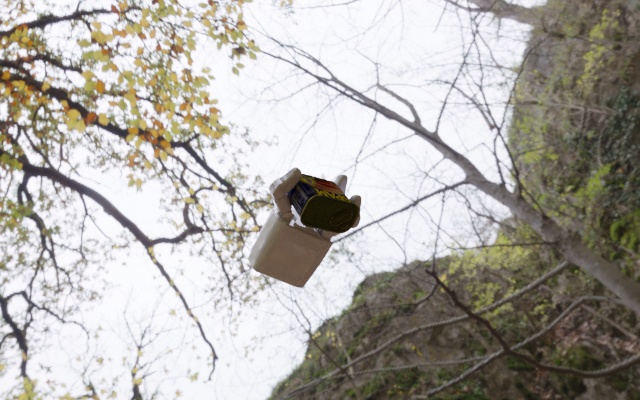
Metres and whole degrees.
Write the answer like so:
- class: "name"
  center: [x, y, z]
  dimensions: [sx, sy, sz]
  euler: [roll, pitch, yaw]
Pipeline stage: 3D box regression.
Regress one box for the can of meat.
- class: "can of meat"
  center: [0.000, 0.002, 0.780]
  dimensions: [0.102, 0.057, 0.084]
  euler: [14, 23, -34]
